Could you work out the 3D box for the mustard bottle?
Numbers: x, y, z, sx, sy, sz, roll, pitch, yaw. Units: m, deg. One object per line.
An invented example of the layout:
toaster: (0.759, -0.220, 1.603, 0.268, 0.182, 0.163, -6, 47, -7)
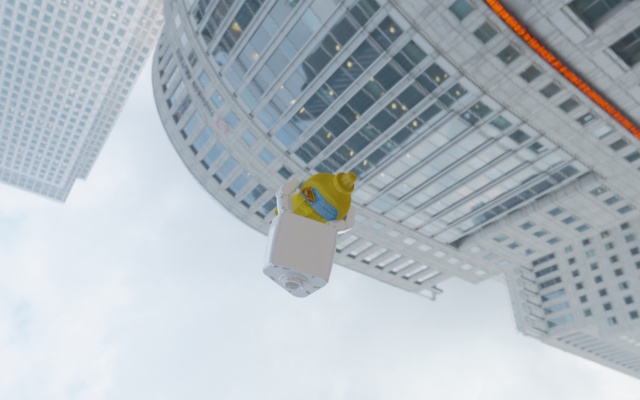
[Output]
mustard bottle: (0.000, 0.003, 0.885, 0.192, 0.096, 0.058, -39, 7, 42)
